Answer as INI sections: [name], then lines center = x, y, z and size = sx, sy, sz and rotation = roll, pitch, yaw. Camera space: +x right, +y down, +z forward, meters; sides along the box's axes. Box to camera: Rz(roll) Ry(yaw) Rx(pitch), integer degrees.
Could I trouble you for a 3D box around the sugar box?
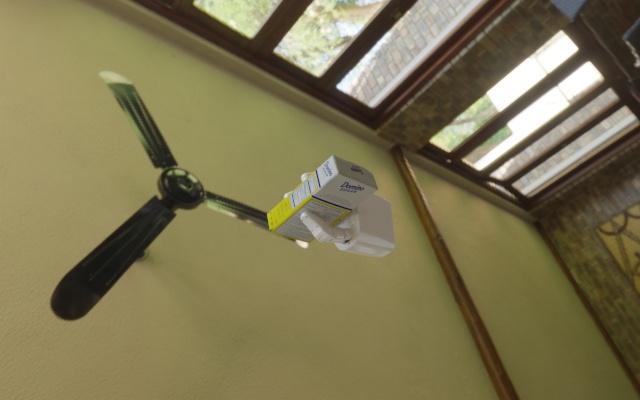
[sugar box]
center = 0.000, 0.002, 0.793
size = 0.093, 0.048, 0.176
rotation = 20, -49, -39
